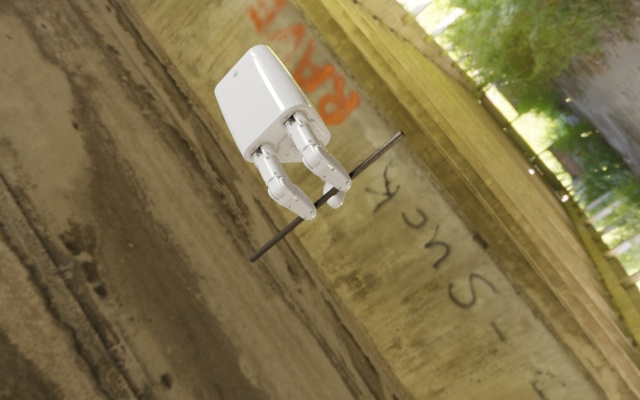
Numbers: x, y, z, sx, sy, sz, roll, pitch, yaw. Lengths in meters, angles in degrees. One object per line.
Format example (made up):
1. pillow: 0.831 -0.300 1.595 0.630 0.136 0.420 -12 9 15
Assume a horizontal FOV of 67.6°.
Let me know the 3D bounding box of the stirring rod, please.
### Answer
1. stirring rod: 0.000 0.002 0.540 0.239 0.011 0.011 -40 -18 23
